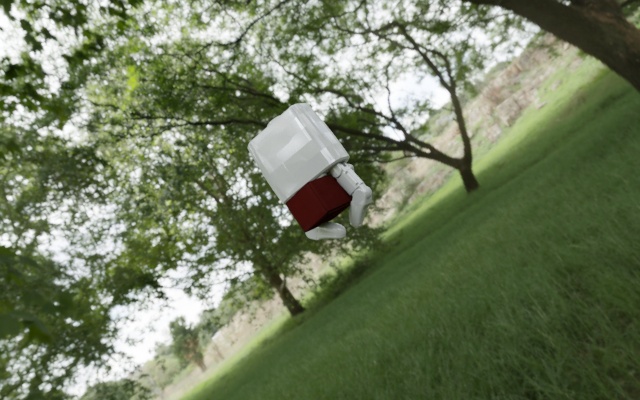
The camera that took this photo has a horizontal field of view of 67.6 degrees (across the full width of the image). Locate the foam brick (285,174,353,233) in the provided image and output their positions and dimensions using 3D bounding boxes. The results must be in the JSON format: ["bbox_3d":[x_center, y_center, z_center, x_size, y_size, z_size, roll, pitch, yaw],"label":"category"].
[{"bbox_3d":[0.000,0.002,0.666,0.053,0.051,0.078,-41,-10,33],"label":"foam brick"}]
